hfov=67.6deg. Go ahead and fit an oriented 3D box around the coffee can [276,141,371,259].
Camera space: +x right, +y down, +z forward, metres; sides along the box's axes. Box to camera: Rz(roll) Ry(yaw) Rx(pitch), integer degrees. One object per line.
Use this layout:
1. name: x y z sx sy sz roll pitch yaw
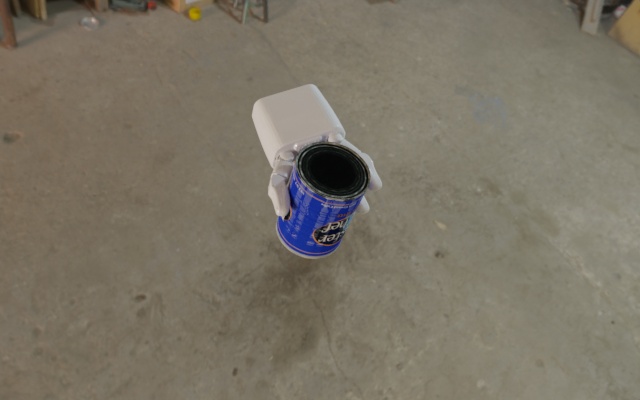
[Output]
1. coffee can: 0.000 0.002 0.672 0.103 0.102 0.140 0 -38 -18
